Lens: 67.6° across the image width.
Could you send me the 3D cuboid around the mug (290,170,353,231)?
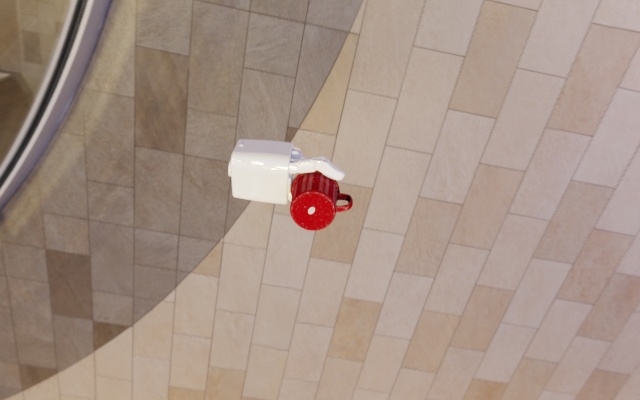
[{"bbox_3d":[0.002,0.003,0.864,0.117,0.093,0.081,5,28,0],"label":"mug"}]
